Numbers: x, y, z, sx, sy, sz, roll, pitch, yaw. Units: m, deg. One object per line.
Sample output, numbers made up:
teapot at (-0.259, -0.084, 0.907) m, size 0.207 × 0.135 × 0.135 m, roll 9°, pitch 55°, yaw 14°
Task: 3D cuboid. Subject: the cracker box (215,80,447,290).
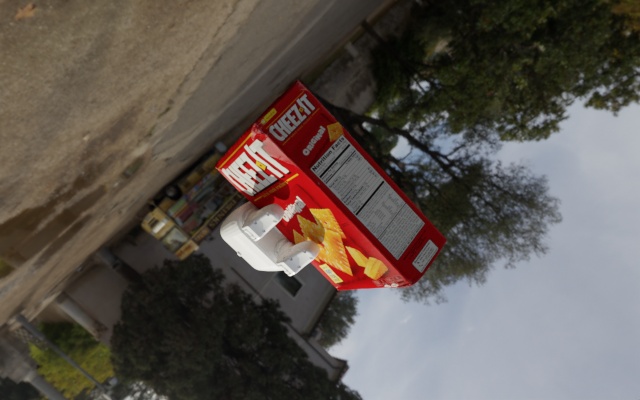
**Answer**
cracker box at (0.000, 0.002, 0.505) m, size 0.072 × 0.214 × 0.164 m, roll -49°, pitch 12°, yaw -24°
